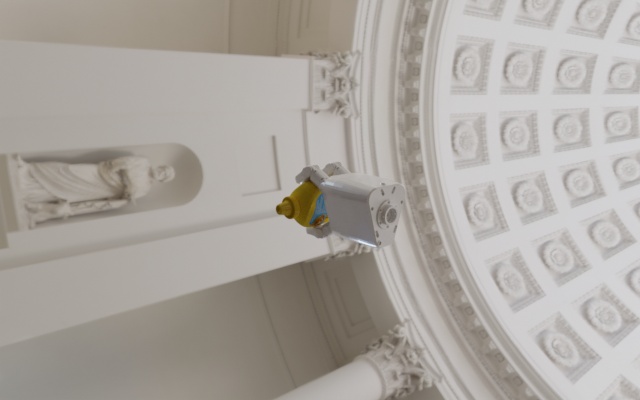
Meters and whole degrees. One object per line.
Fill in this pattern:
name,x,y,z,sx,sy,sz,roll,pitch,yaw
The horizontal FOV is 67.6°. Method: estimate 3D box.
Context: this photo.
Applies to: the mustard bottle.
mustard bottle,0.000,0.003,0.886,0.191,0.096,0.058,-11,43,-40
